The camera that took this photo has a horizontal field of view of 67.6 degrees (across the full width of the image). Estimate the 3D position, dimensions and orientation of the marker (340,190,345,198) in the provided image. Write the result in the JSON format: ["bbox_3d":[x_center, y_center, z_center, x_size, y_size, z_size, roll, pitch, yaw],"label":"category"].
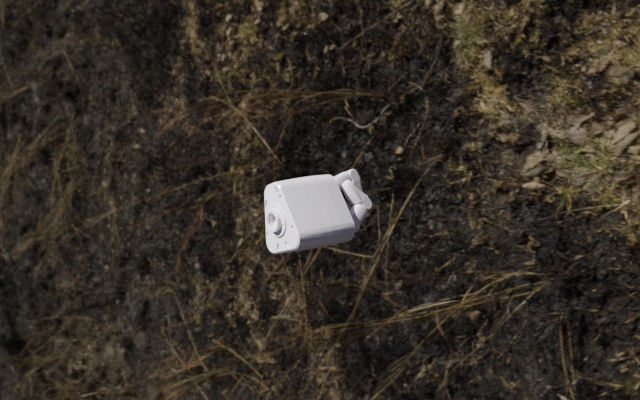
[{"bbox_3d":[0.000,0.003,0.805,0.020,0.020,0.121,0,-11,-36],"label":"marker"}]
